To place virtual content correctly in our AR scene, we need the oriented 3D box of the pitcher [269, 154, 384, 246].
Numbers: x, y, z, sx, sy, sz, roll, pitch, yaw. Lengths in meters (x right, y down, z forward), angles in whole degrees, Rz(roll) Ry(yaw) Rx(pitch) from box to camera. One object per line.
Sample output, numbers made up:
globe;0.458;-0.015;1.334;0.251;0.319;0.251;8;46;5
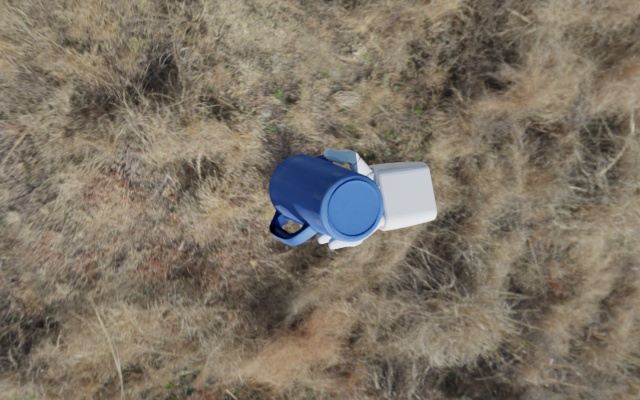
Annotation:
pitcher;0.000;0.003;0.825;0.145;0.149;0.243;-6;11;-21
